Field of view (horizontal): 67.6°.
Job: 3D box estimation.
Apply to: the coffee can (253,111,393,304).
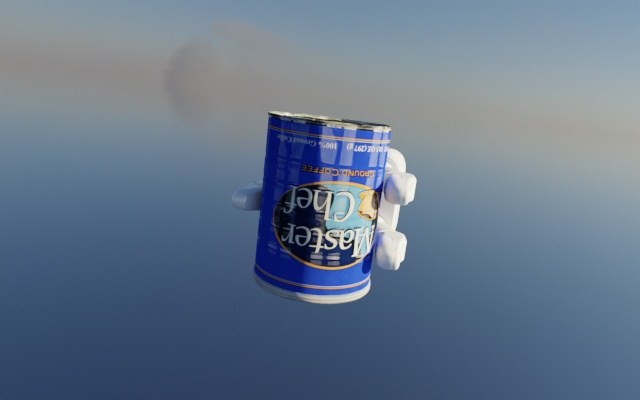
[{"bbox_3d":[0.000,0.001,0.404,0.103,0.140,0.102,7,12,-1],"label":"coffee can"}]
